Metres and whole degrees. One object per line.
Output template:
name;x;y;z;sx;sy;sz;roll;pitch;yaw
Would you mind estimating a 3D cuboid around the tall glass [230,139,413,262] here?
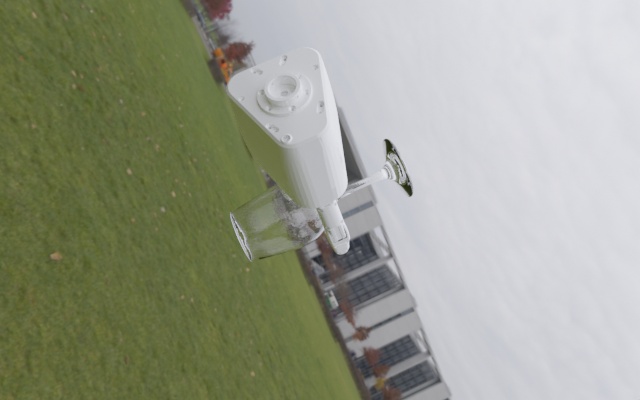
tall glass;0.001;0.002;0.551;0.201;0.079;0.079;-24;2;-4
